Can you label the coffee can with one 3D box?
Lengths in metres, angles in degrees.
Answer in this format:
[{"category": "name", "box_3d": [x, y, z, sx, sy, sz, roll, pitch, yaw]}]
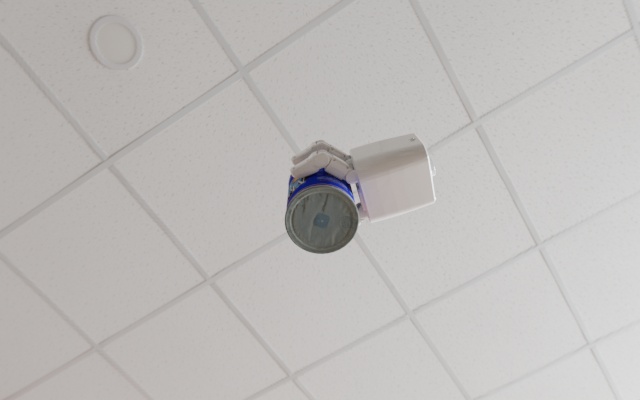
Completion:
[{"category": "coffee can", "box_3d": [0.000, 0.003, 0.718, 0.103, 0.103, 0.140, 0, 22, -2]}]
